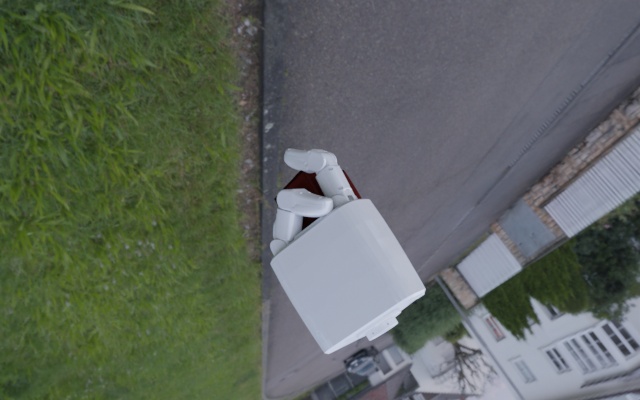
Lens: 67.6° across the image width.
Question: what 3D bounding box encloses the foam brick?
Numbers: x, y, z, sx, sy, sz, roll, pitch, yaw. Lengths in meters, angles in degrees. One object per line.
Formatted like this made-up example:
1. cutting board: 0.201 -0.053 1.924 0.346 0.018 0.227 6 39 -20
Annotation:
1. foam brick: 0.000 0.002 0.522 0.078 0.051 0.053 -5 -33 -52
